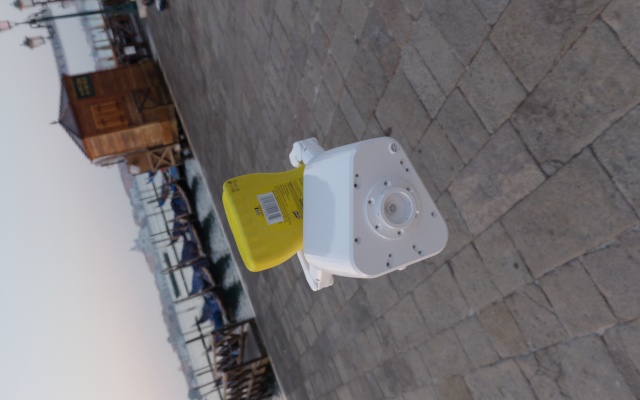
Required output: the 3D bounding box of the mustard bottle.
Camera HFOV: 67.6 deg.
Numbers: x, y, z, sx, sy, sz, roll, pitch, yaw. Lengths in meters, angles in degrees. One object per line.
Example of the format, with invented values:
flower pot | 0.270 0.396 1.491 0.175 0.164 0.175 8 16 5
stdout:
mustard bottle | 0.000 0.002 0.510 0.191 0.096 0.058 -17 -21 -20
